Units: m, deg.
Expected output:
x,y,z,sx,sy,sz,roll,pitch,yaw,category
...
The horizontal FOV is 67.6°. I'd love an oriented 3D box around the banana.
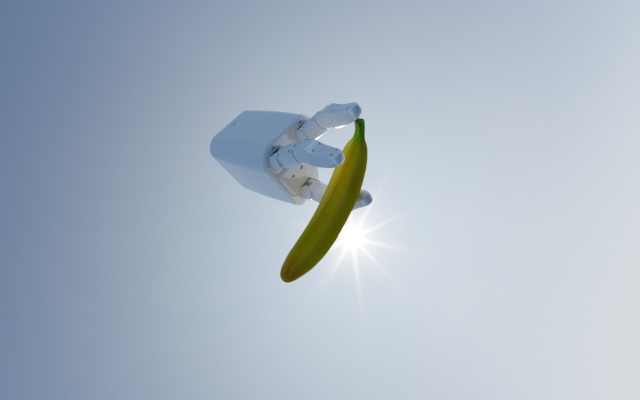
x,y,z,sx,sy,sz,roll,pitch,yaw,category
0.010,0.006,0.540,0.037,0.197,0.070,16,-15,33,banana
